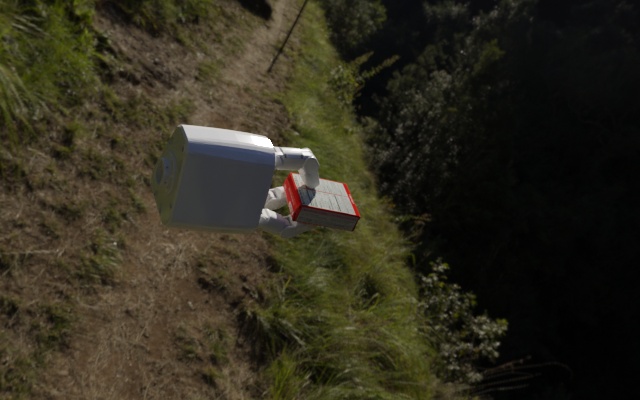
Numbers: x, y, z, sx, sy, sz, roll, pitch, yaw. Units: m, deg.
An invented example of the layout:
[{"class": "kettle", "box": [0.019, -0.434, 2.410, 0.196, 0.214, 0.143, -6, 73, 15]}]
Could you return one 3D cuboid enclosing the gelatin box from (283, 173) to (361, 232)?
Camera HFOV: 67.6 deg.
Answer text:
[{"class": "gelatin box", "box": [0.001, 0.002, 0.629, 0.089, 0.030, 0.073, 10, 34, -24]}]
